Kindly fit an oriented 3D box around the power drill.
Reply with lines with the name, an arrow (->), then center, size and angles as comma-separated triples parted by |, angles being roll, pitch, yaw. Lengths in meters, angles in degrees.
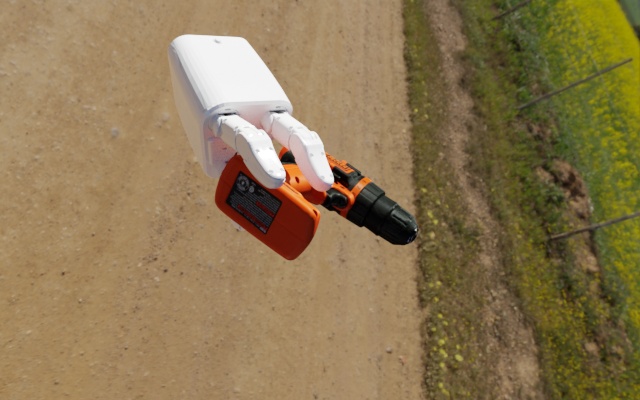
power drill -> 0.000, 0.001, 0.483 | 0.184, 0.057, 0.187 | 33, 20, 18
